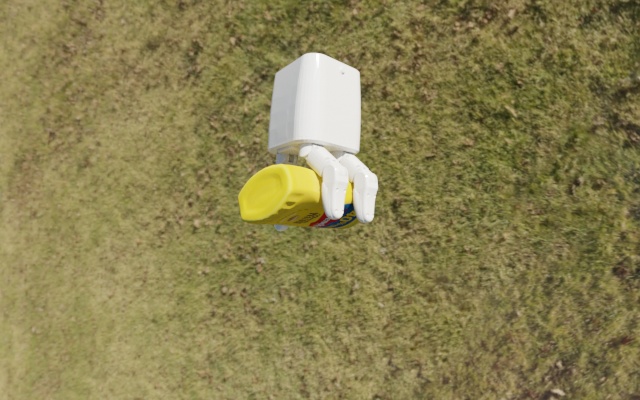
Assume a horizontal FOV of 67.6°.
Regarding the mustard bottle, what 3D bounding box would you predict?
[{"bbox_3d":[0.000,0.002,0.594,0.191,0.058,0.096,8,-30,-46],"label":"mustard bottle"}]
